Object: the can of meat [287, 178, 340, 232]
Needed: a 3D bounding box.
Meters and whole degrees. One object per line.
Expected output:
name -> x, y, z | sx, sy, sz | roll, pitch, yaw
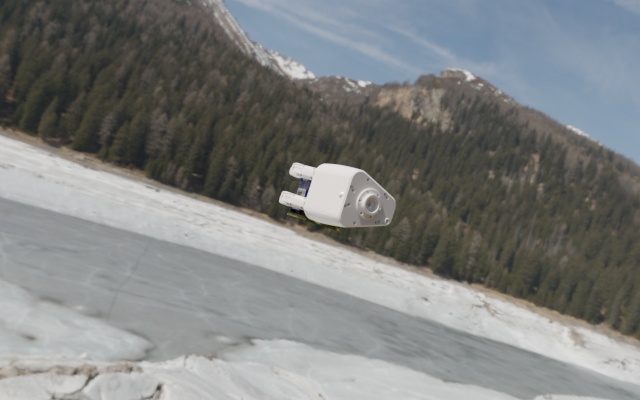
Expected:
can of meat -> 0.000, 0.003, 0.880 | 0.102, 0.084, 0.057 | 20, -4, -29
